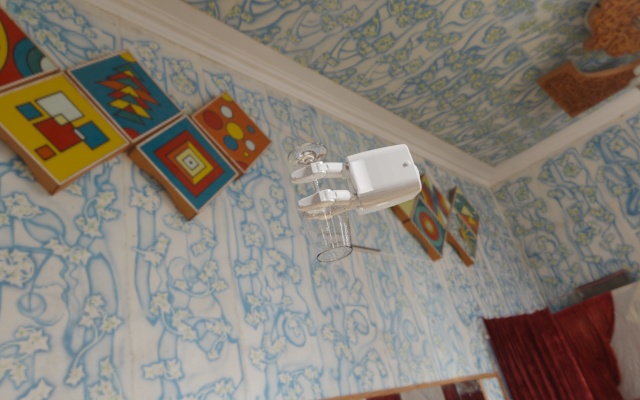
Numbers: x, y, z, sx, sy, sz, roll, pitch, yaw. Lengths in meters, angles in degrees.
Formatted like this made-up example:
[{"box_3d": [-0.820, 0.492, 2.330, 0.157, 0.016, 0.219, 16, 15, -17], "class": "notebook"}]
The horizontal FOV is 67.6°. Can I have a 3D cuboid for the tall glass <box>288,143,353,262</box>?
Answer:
[{"box_3d": [0.000, 0.002, 0.825, 0.079, 0.201, 0.079, -12, -26, -6], "class": "tall glass"}]
